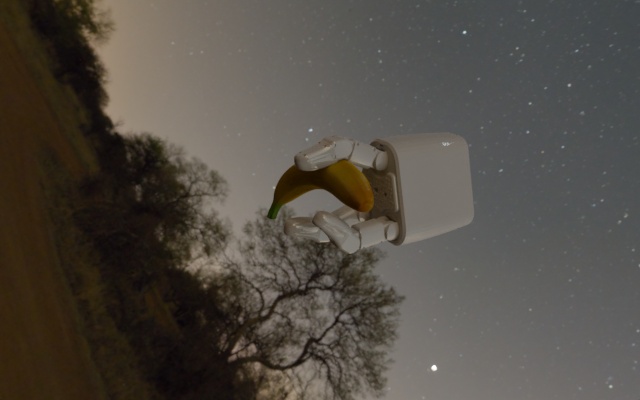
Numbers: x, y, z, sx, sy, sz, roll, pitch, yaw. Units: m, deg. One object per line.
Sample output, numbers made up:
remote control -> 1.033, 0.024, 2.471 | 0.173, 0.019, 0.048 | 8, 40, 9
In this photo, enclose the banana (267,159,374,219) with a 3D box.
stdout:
banana -> -0.001, -0.017, 0.519 | 0.037, 0.069, 0.198 | 4, -7, -31
